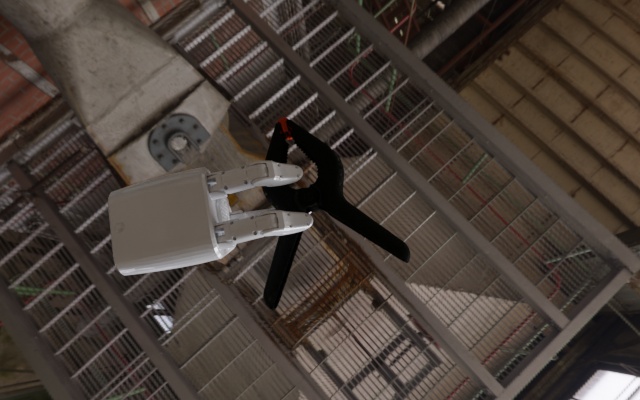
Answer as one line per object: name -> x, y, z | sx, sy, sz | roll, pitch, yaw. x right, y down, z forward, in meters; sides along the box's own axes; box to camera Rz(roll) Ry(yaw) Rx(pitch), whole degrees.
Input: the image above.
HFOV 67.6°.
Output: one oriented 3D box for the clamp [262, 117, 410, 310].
clamp -> 0.000, 0.001, 0.536 | 0.164, 0.210, 0.036 | -13, -14, 1
